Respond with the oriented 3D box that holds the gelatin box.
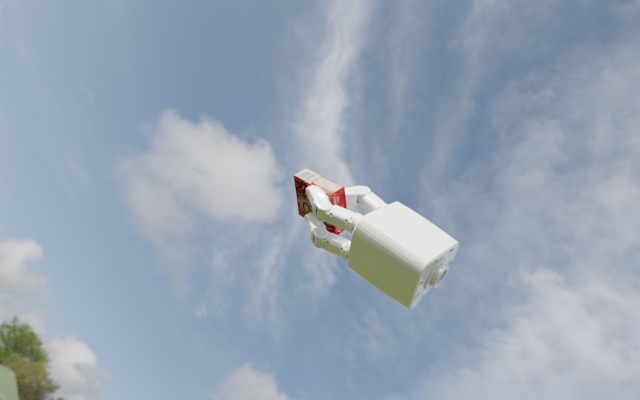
[{"bbox_3d":[0.000,0.002,0.710,0.030,0.073,0.089,-29,40,-31],"label":"gelatin box"}]
